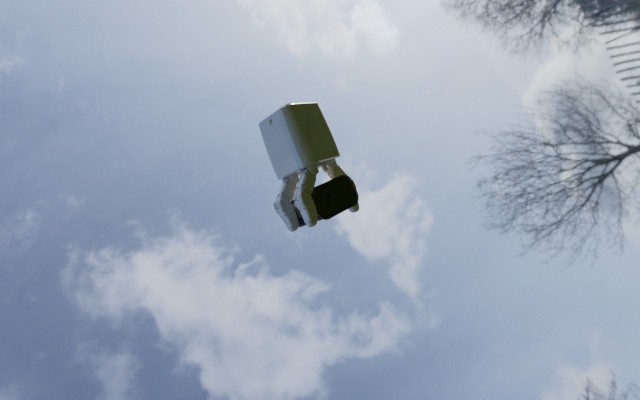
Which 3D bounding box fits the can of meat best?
[{"bbox_3d":[0.000,0.003,0.821,0.102,0.057,0.084,-26,4,-41],"label":"can of meat"}]
